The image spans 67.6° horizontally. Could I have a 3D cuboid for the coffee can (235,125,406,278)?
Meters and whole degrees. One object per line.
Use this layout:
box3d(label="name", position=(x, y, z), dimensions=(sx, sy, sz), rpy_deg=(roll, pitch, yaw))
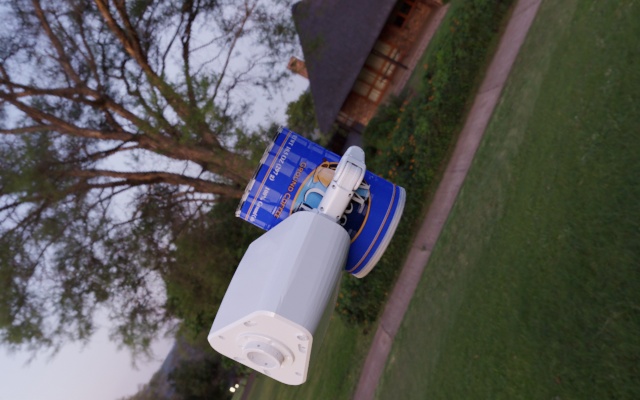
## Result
box3d(label="coffee can", position=(0.000, 0.001, 0.484), dimensions=(0.140, 0.103, 0.103), rpy_deg=(27, -3, -5))
